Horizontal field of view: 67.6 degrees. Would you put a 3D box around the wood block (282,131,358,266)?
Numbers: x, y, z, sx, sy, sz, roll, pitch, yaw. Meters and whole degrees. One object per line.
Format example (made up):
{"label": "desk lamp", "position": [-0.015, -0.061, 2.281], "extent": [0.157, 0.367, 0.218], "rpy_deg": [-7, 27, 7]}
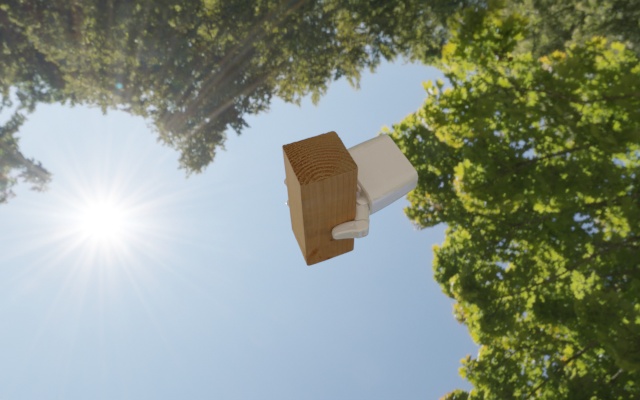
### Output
{"label": "wood block", "position": [0.001, 0.003, 0.771], "extent": [0.090, 0.090, 0.206], "rpy_deg": [-18, -39, -12]}
